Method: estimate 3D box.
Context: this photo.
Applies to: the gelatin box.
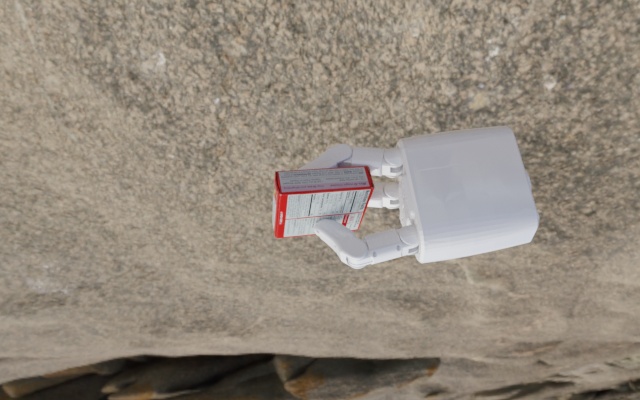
[{"bbox_3d":[0.000,0.002,0.454,0.089,0.030,0.073,-5,-35,-12],"label":"gelatin box"}]
